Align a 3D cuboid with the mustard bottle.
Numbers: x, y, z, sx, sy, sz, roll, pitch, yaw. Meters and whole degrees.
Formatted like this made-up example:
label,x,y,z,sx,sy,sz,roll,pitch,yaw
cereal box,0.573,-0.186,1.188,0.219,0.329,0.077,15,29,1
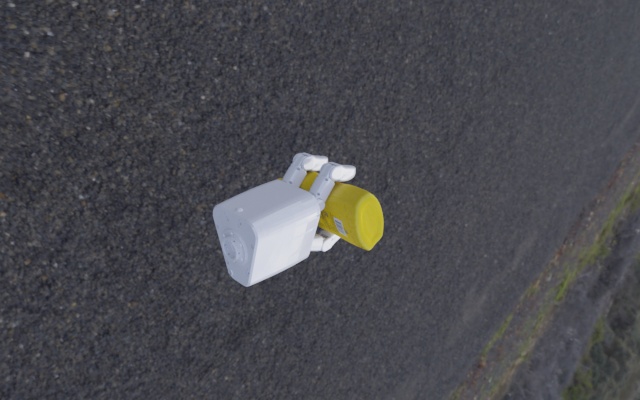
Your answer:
label,x,y,z,sx,sy,sz,roll,pitch,yaw
mustard bottle,0.001,0.002,0.707,0.191,0.096,0.058,23,59,38
